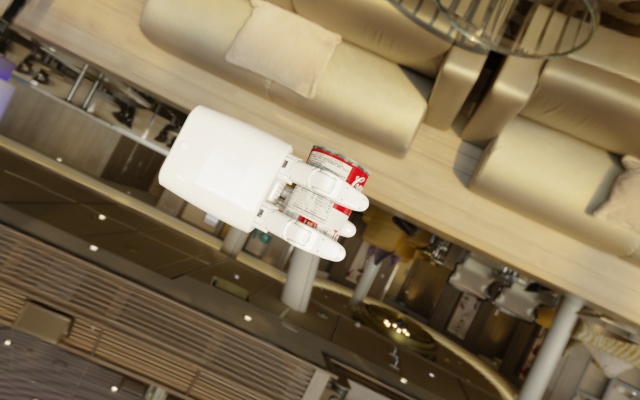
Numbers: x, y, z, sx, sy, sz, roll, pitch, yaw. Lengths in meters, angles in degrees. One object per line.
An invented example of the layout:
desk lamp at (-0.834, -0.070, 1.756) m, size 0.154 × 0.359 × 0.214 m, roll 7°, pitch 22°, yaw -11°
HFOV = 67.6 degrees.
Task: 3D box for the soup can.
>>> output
soup can at (0.000, 0.002, 0.505) m, size 0.068 × 0.102 × 0.068 m, roll 27°, pitch -3°, yaw 2°
